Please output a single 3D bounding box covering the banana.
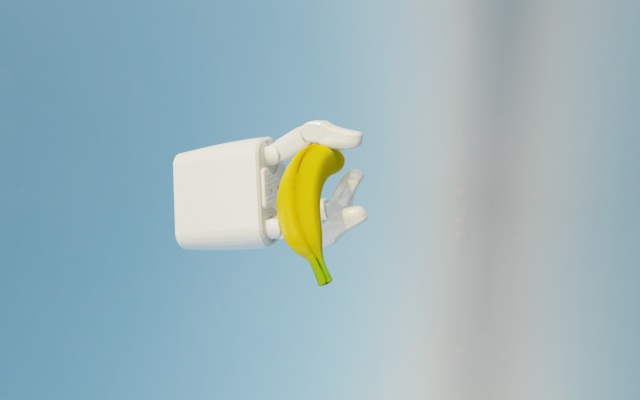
[{"bbox_3d":[-0.007,-0.011,0.442,0.037,0.070,0.197,-15,32,18],"label":"banana"}]
